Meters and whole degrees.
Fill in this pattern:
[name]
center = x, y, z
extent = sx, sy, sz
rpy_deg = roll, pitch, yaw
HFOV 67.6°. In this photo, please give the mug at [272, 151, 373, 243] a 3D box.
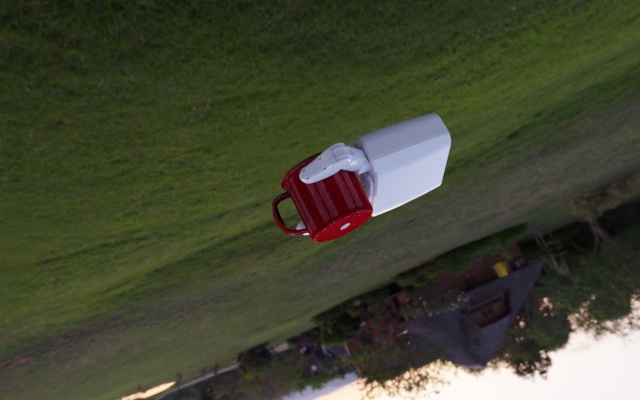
[mug]
center = -0.001, 0.003, 0.568
extent = 0.117, 0.081, 0.093
rpy_deg = -22, -18, -12
